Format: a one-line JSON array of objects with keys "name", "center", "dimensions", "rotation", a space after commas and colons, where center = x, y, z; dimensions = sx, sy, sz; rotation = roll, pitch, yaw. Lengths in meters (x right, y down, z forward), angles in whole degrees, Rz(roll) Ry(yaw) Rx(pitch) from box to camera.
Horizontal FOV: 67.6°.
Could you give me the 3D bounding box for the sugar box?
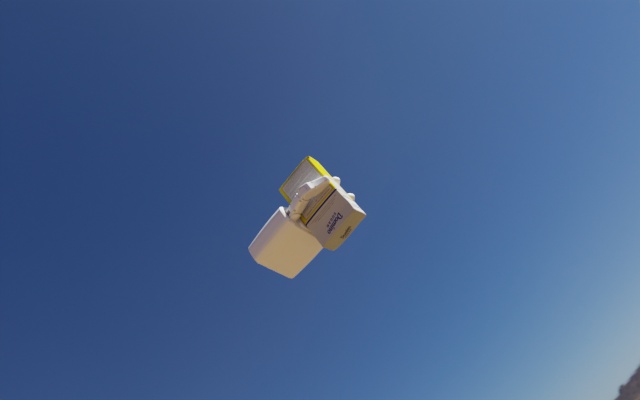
[{"name": "sugar box", "center": [0.000, 0.003, 0.899], "dimensions": [0.048, 0.093, 0.176], "rotation": [25, 20, -51]}]
